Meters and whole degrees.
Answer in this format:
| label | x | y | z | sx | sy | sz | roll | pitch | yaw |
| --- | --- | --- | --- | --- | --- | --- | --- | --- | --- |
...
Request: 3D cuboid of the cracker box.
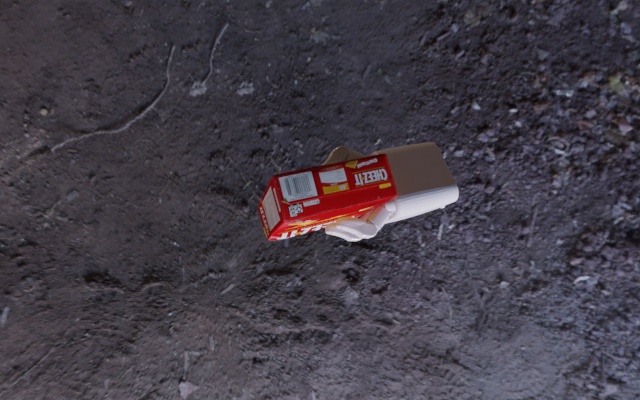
| label | x | y | z | sx | sy | sz | roll | pitch | yaw |
| --- | --- | --- | --- | --- | --- | --- | --- | --- | --- |
| cracker box | 0.000 | 0.002 | 0.728 | 0.164 | 0.072 | 0.214 | -13 | -9 | -15 |
